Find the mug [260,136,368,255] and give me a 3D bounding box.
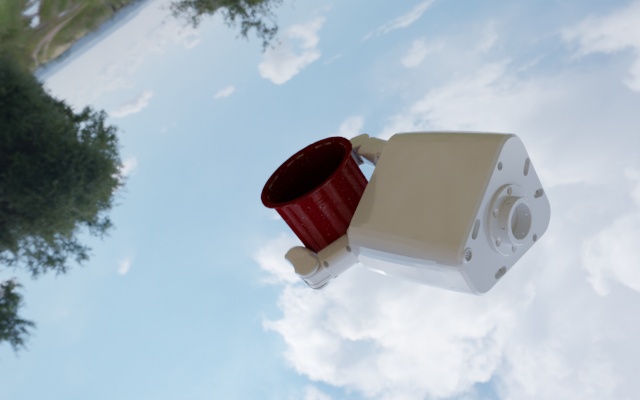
[{"bbox_3d":[-0.001,0.002,0.441,0.093,0.081,0.117,-48,30,-22],"label":"mug"}]
